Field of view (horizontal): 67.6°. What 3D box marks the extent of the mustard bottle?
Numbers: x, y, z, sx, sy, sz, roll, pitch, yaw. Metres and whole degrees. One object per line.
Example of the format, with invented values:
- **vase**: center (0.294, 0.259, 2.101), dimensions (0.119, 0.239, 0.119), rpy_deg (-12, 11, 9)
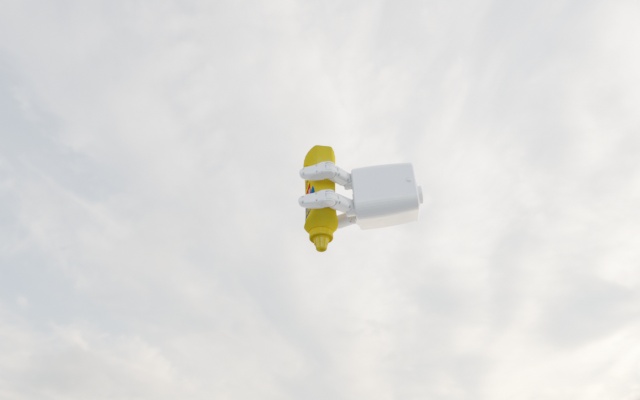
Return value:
- **mustard bottle**: center (0.000, 0.003, 0.836), dimensions (0.058, 0.191, 0.096), rpy_deg (6, -35, -11)
